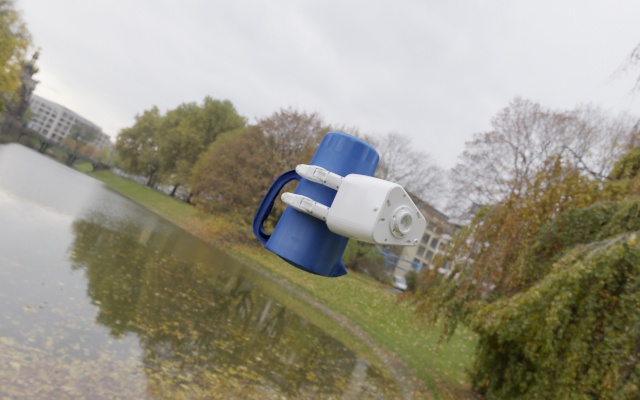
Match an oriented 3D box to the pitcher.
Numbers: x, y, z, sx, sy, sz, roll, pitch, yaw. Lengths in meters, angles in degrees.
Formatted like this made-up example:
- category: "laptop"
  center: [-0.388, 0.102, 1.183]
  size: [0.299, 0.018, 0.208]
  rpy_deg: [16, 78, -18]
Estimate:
- category: "pitcher"
  center: [0.000, 0.003, 0.841]
  size: [0.149, 0.243, 0.145]
  rpy_deg: [29, -9, -35]
